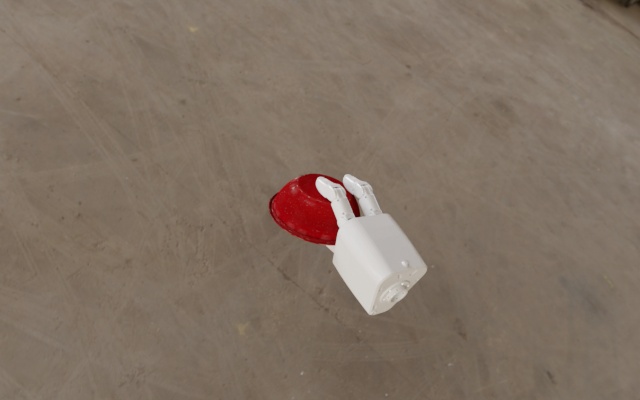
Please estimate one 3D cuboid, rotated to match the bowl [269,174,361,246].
[{"bbox_3d":[-0.001,0.001,0.775,0.162,0.055,0.162,12,30,-7],"label":"bowl"}]
